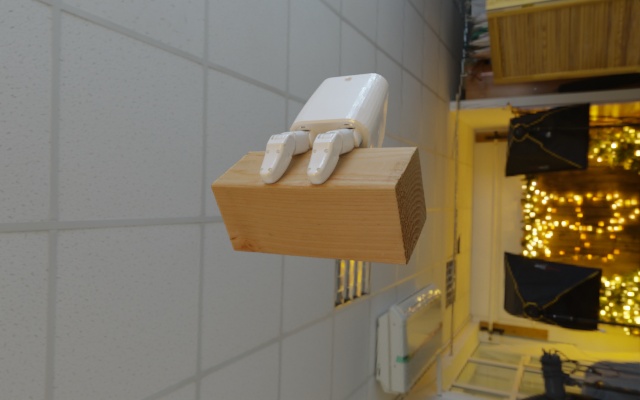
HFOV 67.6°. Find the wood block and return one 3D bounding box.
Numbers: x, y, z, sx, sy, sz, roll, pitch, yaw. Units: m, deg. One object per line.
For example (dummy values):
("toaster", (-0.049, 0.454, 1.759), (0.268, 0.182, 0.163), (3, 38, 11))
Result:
("wood block", (0.000, 0.002, 0.521), (0.206, 0.091, 0.090), (1, 32, 27))
